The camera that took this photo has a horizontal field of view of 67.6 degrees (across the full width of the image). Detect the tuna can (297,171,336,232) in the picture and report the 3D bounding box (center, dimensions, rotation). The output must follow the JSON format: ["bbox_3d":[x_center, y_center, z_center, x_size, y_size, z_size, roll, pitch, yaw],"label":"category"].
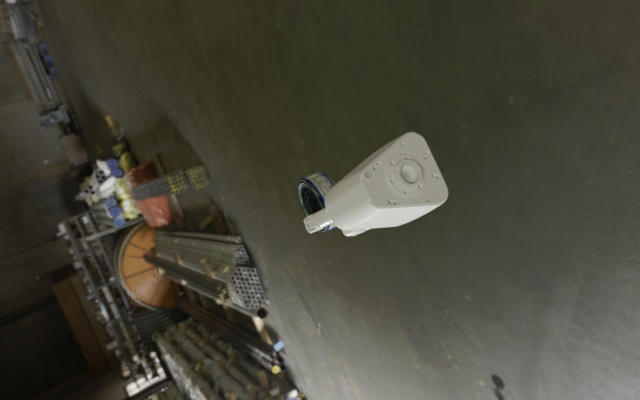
[{"bbox_3d":[0.000,0.003,0.696,0.033,0.086,0.086,-25,9,-21],"label":"tuna can"}]
